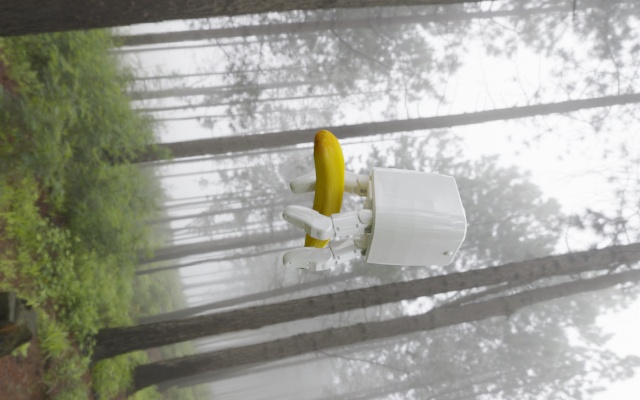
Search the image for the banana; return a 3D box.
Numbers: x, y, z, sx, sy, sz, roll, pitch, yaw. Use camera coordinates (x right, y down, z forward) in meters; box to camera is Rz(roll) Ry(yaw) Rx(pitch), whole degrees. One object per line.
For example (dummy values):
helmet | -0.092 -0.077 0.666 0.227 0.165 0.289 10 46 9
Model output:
banana | 0.006 -0.005 0.575 0.037 0.198 0.069 16 36 12
